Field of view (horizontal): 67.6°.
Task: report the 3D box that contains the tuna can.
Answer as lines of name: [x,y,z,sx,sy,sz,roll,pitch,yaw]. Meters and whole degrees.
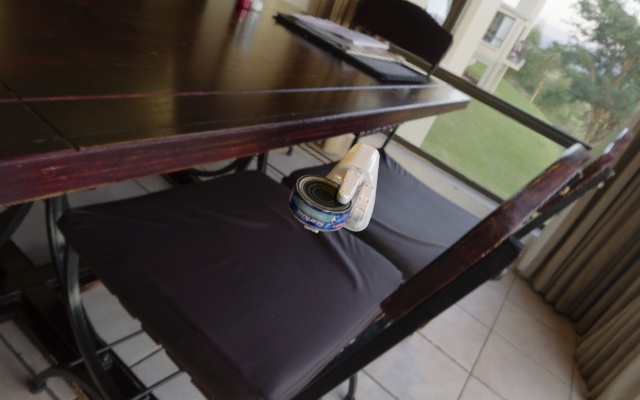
tuna can: [0.000,0.002,0.658,0.086,0.034,0.086,17,33,-12]
